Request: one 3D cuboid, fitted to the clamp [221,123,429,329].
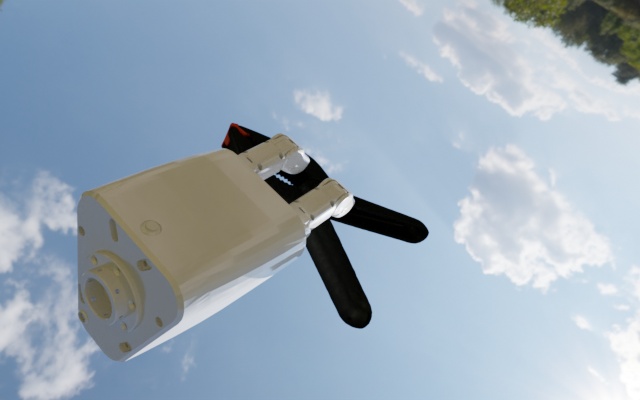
[{"bbox_3d":[-0.001,0.002,0.431,0.210,0.036,0.164,43,34,15],"label":"clamp"}]
